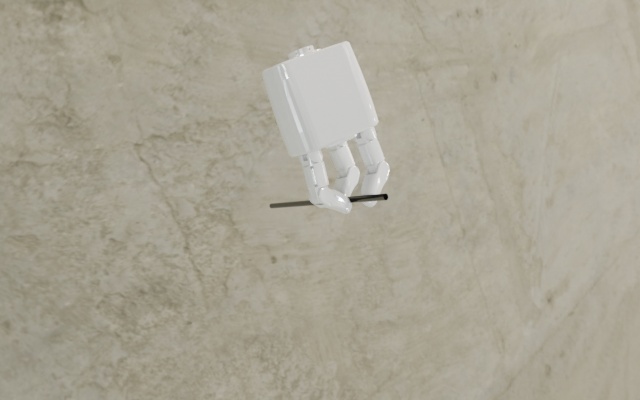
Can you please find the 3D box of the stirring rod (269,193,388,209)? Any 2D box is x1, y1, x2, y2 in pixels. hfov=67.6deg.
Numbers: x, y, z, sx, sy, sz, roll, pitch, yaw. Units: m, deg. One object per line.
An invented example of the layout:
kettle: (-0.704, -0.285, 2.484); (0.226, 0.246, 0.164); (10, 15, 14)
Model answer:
stirring rod: (0.000, 0.002, 0.648); (0.011, 0.011, 0.239); (0, -3, -39)
